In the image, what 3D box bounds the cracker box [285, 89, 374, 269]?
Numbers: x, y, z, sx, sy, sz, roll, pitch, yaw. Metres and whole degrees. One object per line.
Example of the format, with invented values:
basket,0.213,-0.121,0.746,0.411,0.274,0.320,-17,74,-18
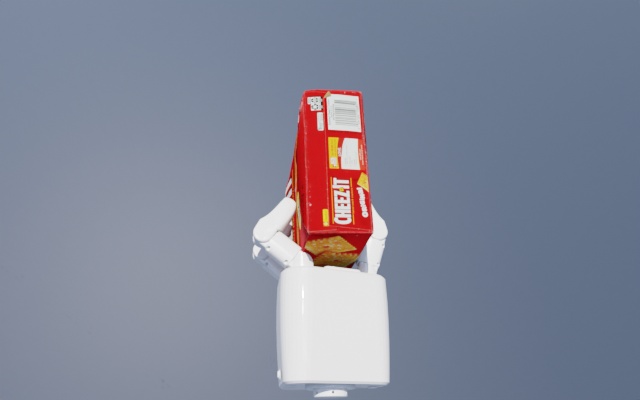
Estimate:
cracker box,0.000,0.002,0.556,0.072,0.164,0.214,1,-25,-8
